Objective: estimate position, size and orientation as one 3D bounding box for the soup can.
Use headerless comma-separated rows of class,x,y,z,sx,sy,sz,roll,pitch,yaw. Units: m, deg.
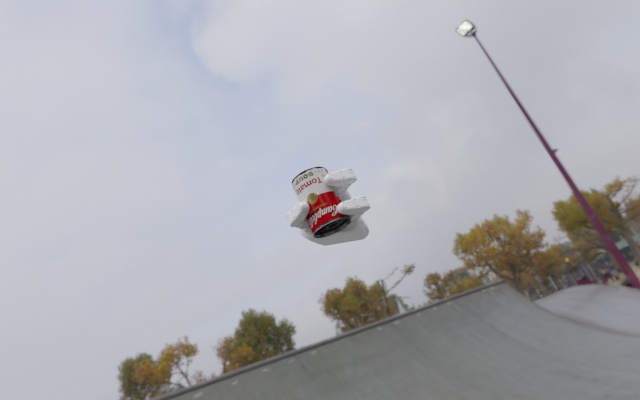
soup can,0.000,0.002,0.801,0.068,0.102,0.068,-21,-20,-8
